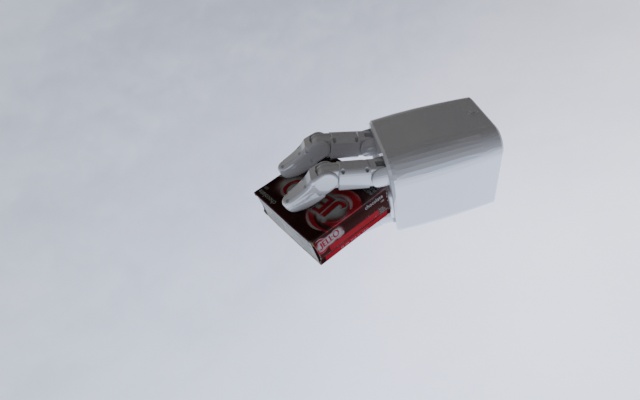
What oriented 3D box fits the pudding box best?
[{"bbox_3d":[0.000,0.002,0.479,0.090,0.039,0.113,-35,40,-17],"label":"pudding box"}]
